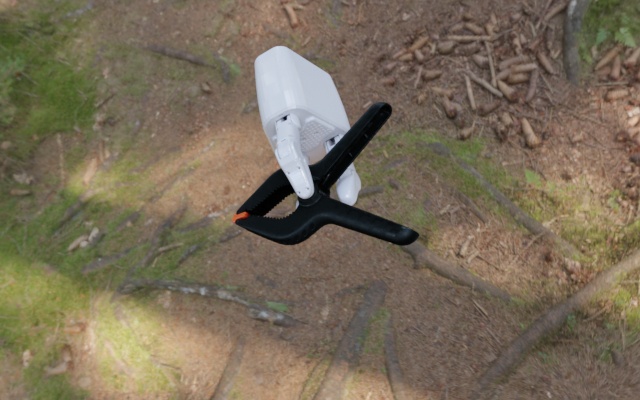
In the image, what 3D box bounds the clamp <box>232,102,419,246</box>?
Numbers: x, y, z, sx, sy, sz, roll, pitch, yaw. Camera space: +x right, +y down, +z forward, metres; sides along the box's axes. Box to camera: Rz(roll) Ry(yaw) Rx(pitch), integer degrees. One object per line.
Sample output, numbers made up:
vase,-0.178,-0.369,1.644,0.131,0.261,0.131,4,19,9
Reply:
clamp,-0.001,0.001,0.508,0.210,0.164,0.036,-25,-34,18
